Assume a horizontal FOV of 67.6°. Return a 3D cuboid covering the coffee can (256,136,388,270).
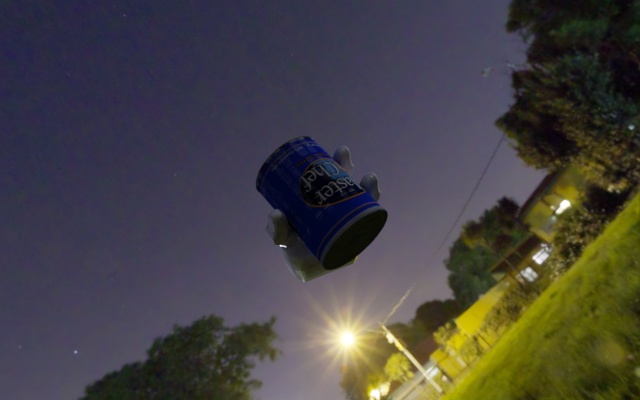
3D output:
[{"bbox_3d":[0.000,0.002,0.602,0.140,0.103,0.103,47,24,24],"label":"coffee can"}]
